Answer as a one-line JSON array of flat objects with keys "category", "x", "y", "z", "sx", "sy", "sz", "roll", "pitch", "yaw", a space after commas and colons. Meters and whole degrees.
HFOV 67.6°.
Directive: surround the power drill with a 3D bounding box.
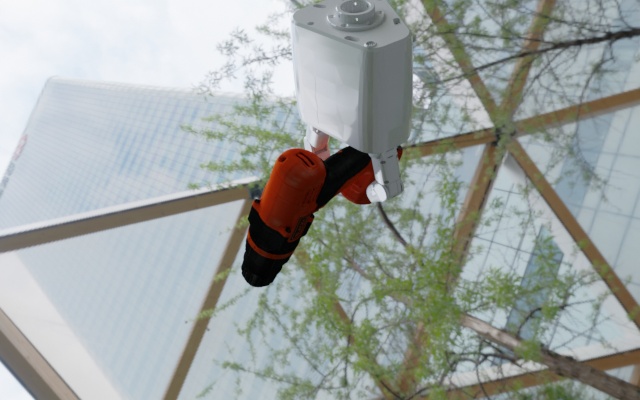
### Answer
[{"category": "power drill", "x": 0.000, "y": 0.001, "z": 0.516, "sx": 0.057, "sy": 0.184, "sz": 0.187, "roll": 42, "pitch": 45, "yaw": 15}]
